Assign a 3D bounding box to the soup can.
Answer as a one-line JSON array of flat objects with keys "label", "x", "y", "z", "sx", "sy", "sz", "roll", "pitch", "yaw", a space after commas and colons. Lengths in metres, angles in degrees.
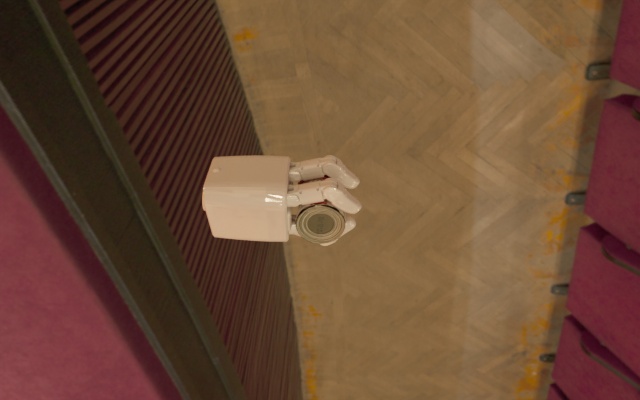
[{"label": "soup can", "x": 0.001, "y": 0.002, "z": 0.662, "sx": 0.068, "sy": 0.069, "sz": 0.102, "roll": 0, "pitch": 37, "yaw": 0}]
